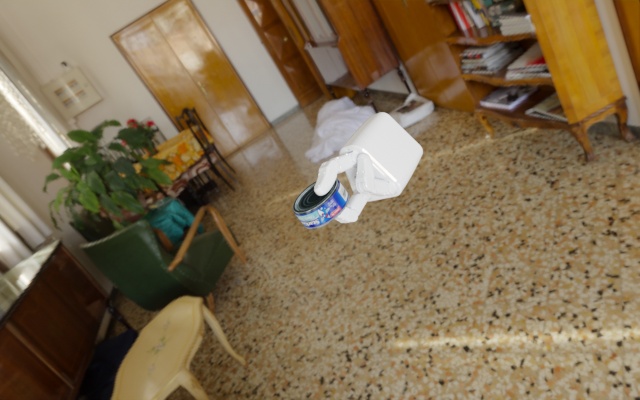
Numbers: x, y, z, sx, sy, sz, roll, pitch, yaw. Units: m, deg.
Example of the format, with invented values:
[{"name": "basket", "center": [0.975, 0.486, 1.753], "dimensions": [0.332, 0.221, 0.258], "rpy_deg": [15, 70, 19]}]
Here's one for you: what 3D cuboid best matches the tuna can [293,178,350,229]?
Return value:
[{"name": "tuna can", "center": [0.000, 0.002, 0.733], "dimensions": [0.086, 0.034, 0.086], "rpy_deg": [-30, 26, 16]}]
